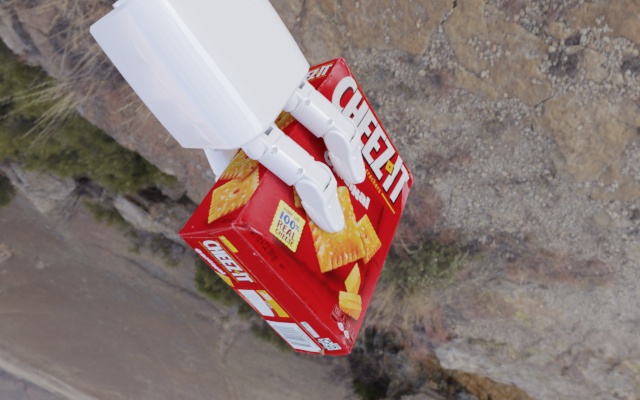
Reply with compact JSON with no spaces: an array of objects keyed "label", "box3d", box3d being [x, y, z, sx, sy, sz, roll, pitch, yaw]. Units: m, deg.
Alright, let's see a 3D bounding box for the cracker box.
[{"label":"cracker box","box3d":[0.000,0.002,0.428,0.072,0.213,0.164,-8,-49,38]}]
